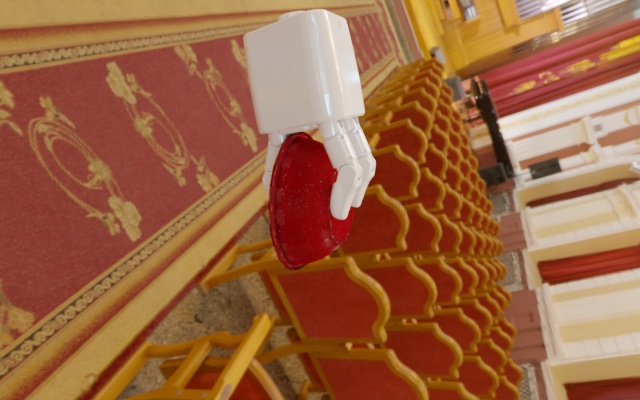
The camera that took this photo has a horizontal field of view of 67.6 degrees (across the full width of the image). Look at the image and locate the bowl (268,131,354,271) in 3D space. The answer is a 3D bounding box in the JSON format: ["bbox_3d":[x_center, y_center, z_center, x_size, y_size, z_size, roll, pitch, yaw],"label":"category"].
[{"bbox_3d":[0.001,0.003,0.545,0.055,0.162,0.162,3,1,20],"label":"bowl"}]
